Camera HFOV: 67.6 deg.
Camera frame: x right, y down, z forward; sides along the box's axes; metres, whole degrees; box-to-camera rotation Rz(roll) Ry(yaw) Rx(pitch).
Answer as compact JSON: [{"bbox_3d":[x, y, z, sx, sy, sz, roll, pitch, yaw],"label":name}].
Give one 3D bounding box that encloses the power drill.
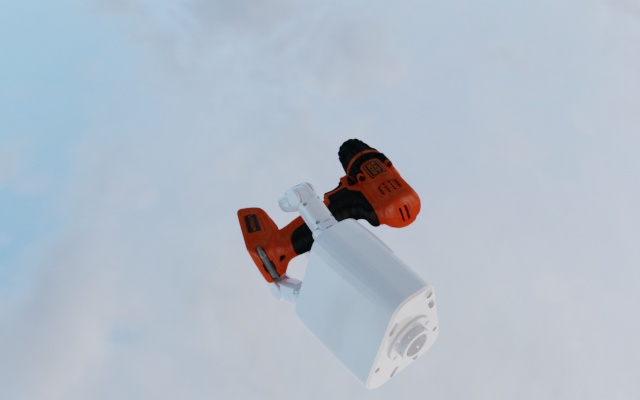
[{"bbox_3d":[0.000,0.002,0.547,0.187,0.057,0.184,-28,29,-1],"label":"power drill"}]
